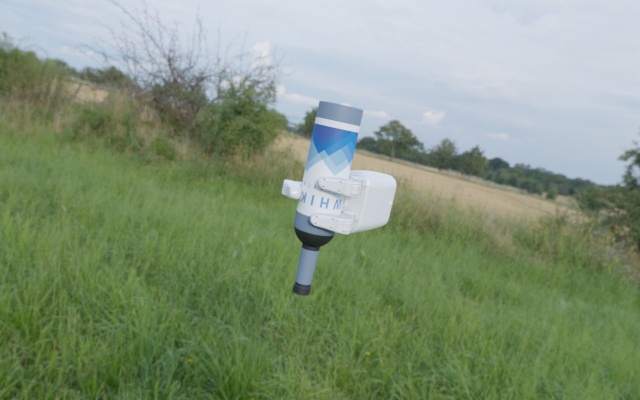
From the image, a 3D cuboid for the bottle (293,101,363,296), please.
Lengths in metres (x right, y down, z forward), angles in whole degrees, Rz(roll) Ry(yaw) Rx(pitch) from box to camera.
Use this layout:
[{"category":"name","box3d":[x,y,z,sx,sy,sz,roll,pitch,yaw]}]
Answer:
[{"category":"bottle","box3d":[0.000,0.002,0.724,0.069,0.296,0.069,12,10,-2]}]
